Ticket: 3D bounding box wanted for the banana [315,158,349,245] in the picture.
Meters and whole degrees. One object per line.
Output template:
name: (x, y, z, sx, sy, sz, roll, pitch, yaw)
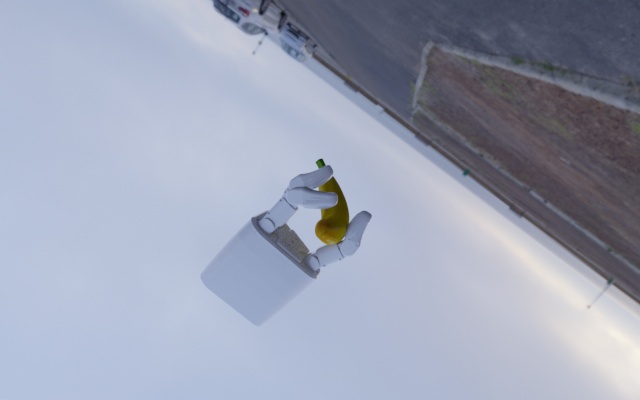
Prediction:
banana: (0.011, 0.013, 0.632, 0.037, 0.070, 0.197, -35, 24, 15)
